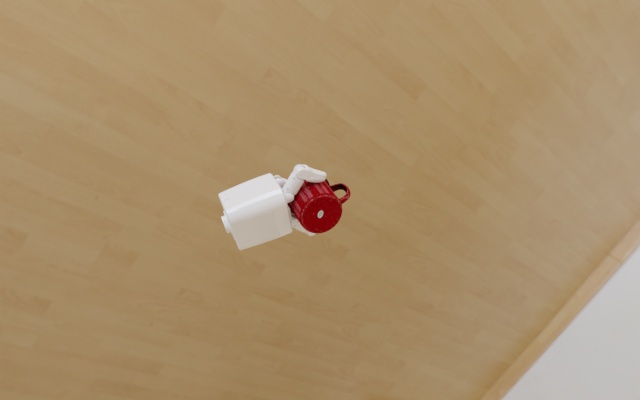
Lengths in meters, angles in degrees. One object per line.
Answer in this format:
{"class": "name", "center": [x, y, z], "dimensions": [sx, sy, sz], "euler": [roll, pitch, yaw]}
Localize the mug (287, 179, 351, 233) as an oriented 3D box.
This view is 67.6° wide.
{"class": "mug", "center": [0.002, 0.003, 0.872], "dimensions": [0.117, 0.093, 0.081], "euler": [-21, 34, -11]}
